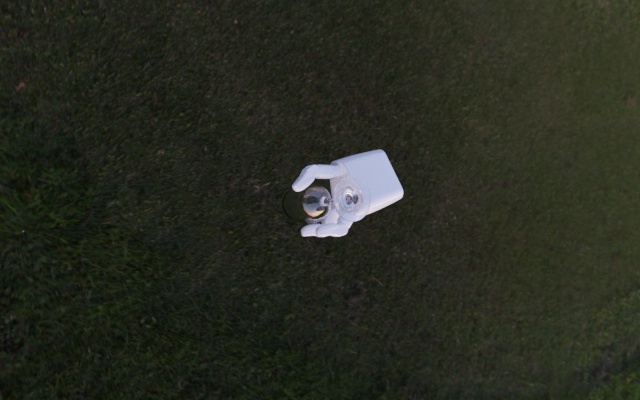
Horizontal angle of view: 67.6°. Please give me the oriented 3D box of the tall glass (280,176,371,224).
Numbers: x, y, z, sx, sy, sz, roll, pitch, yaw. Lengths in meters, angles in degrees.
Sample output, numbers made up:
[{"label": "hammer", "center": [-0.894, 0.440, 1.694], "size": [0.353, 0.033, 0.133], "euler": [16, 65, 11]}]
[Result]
[{"label": "tall glass", "center": [0.000, 0.003, 0.858], "size": [0.079, 0.079, 0.201], "euler": [0, -3, -32]}]
